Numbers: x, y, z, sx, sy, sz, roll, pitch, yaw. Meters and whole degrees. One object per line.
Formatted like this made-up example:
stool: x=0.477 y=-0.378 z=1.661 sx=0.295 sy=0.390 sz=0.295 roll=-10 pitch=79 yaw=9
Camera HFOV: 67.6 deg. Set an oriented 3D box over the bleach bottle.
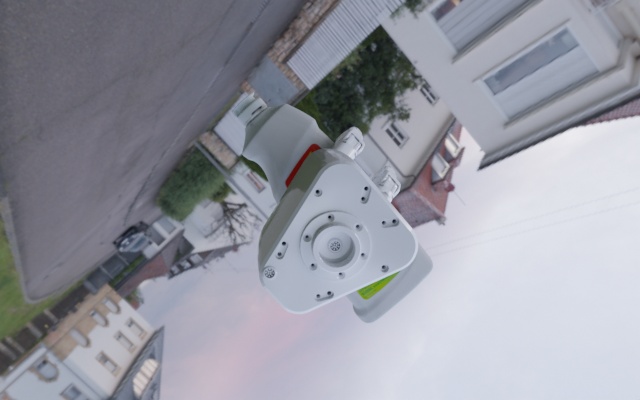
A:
bleach bottle: x=0.000 y=0.002 z=0.487 sx=0.102 sy=0.251 sz=0.068 roll=-42 pitch=10 yaw=2
